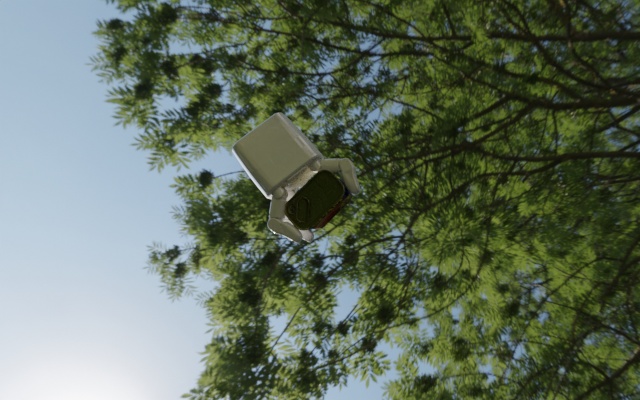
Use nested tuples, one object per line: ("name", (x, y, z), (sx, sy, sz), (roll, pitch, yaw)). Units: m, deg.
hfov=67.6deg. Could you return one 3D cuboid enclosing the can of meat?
("can of meat", (0.000, 0.003, 0.787), (0.102, 0.057, 0.084), (-44, -14, 8))
